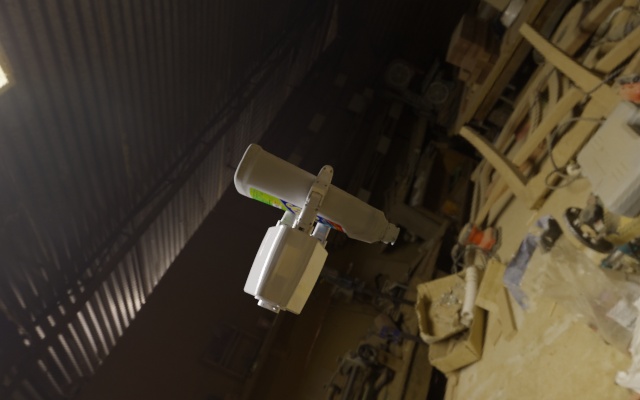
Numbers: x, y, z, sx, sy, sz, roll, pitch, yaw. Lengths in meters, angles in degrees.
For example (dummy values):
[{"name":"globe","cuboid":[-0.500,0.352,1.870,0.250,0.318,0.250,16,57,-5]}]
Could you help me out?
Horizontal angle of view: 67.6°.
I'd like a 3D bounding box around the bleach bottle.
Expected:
[{"name":"bleach bottle","cuboid":[0.000,0.002,0.716,0.251,0.068,0.102,23,-14,1]}]
